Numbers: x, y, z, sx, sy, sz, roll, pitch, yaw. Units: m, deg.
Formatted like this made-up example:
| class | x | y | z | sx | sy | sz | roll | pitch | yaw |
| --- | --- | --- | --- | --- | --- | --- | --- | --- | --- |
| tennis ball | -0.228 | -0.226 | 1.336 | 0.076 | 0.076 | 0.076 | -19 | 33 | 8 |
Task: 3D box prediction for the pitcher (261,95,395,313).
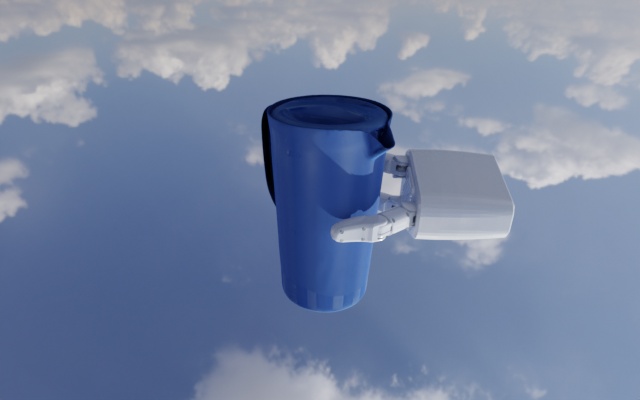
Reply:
| class | x | y | z | sx | sy | sz | roll | pitch | yaw |
| --- | --- | --- | --- | --- | --- | --- | --- | --- | --- |
| pitcher | 0.000 | 0.002 | 0.565 | 0.145 | 0.243 | 0.149 | 1 | 27 | -3 |
